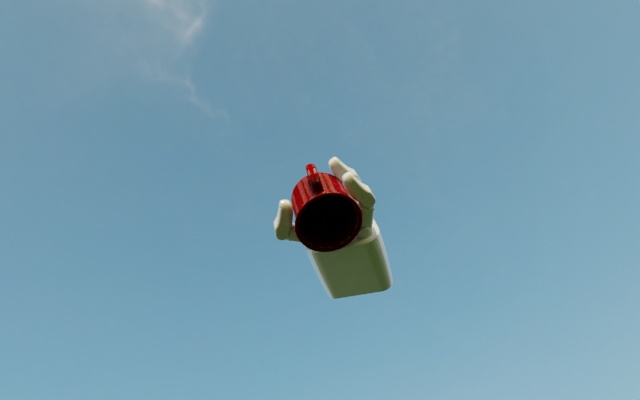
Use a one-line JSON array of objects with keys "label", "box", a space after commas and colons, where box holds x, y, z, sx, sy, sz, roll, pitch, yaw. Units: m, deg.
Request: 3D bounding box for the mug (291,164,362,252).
[{"label": "mug", "box": [0.000, 0.001, 0.665, 0.093, 0.117, 0.081, -21, 31, -1]}]
